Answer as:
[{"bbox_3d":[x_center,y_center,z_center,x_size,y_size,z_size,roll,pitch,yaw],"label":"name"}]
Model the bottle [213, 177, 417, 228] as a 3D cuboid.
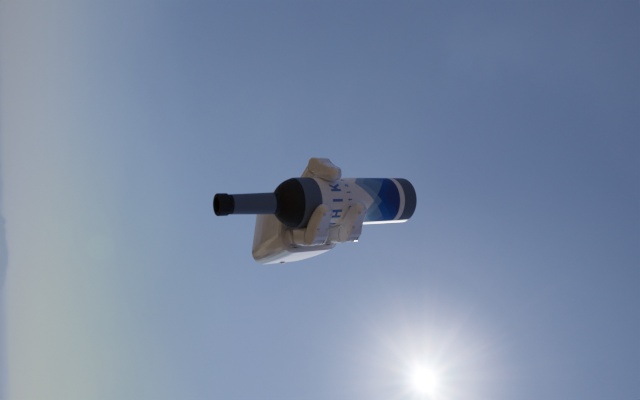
[{"bbox_3d":[0.000,0.002,0.646,0.296,0.069,0.069,-1,1,-33],"label":"bottle"}]
